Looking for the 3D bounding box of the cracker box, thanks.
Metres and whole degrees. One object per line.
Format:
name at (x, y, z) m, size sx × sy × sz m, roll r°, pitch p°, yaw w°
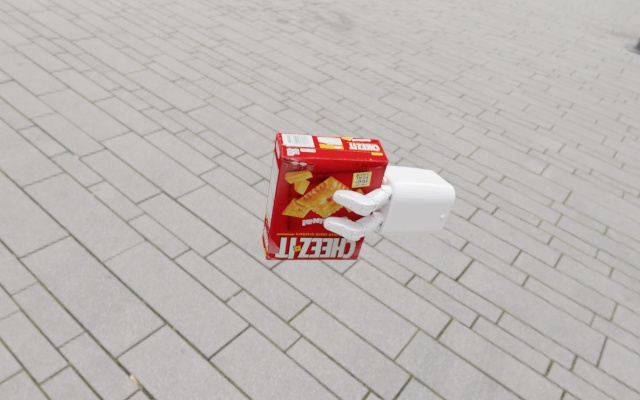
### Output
cracker box at (0.000, 0.002, 0.765) m, size 0.164 × 0.214 × 0.072 m, roll 2°, pitch 39°, yaw -14°
